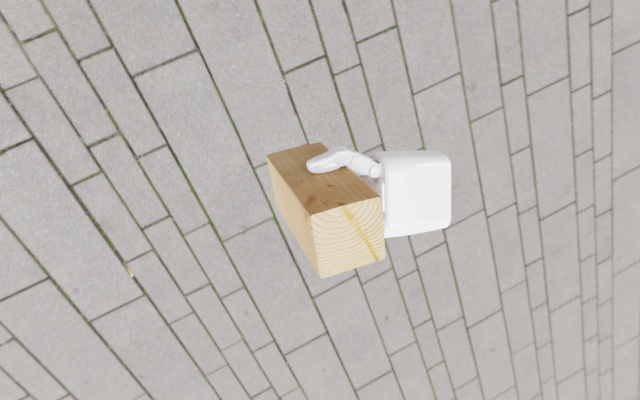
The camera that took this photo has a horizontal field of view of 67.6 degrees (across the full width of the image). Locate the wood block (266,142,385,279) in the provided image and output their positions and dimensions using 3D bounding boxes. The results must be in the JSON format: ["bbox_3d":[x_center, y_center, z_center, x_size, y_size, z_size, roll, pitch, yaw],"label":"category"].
[{"bbox_3d":[0.000,0.002,0.645,0.090,0.091,0.206,-15,29,-15],"label":"wood block"}]
